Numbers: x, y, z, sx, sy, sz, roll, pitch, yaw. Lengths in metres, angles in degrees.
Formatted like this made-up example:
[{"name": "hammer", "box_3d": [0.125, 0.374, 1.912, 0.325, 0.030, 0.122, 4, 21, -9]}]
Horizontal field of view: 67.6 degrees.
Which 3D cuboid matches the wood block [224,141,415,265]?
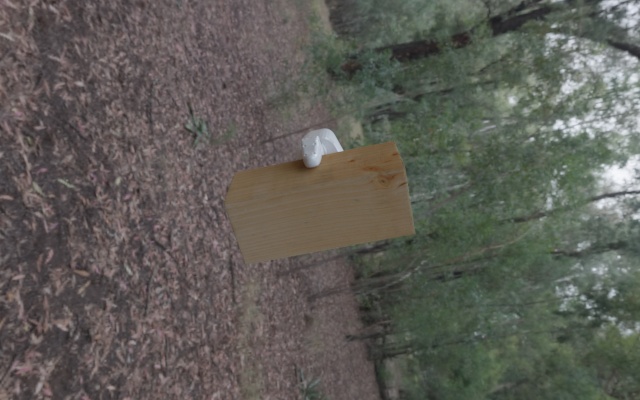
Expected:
[{"name": "wood block", "box_3d": [0.000, 0.001, 0.583, 0.206, 0.091, 0.090, -11, 27, 6]}]
